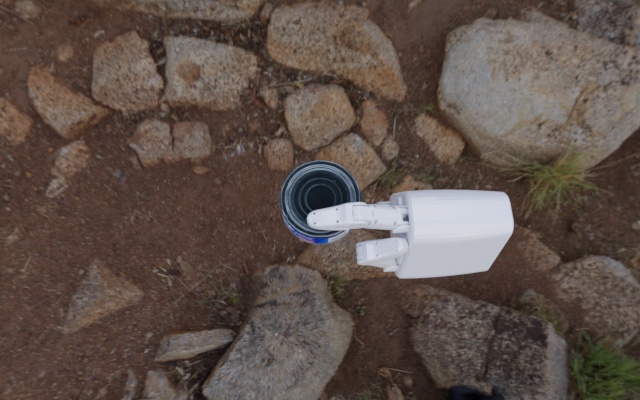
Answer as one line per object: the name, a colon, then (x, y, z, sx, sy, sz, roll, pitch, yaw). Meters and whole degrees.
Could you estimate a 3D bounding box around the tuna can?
tuna can: (0.000, 0.002, 0.504, 0.086, 0.086, 0.034, 0, -15, 0)
